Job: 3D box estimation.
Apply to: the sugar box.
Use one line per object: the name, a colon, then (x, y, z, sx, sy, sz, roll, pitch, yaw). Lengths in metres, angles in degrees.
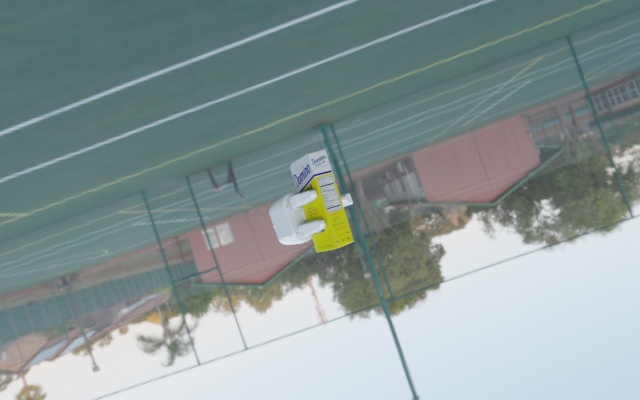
sugar box: (0.000, 0.003, 0.877, 0.048, 0.176, 0.093, -19, -2, -27)
